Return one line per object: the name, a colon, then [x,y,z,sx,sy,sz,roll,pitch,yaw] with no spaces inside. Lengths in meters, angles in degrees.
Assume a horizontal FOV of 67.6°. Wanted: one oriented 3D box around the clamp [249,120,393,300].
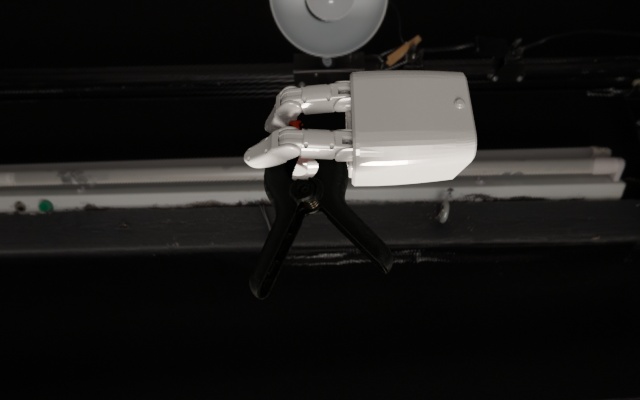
clamp: [0.000,0.002,0.427,0.120,0.171,0.039,-2,-26,5]
